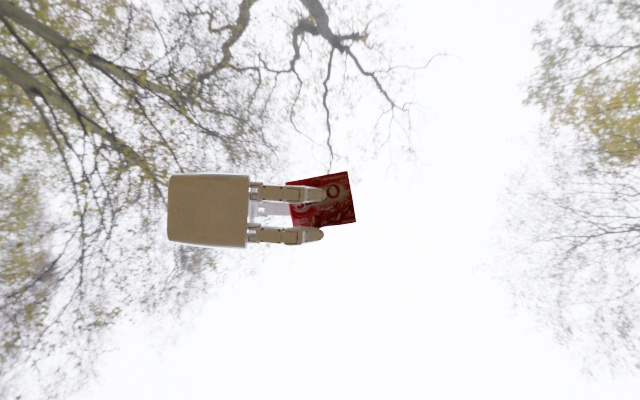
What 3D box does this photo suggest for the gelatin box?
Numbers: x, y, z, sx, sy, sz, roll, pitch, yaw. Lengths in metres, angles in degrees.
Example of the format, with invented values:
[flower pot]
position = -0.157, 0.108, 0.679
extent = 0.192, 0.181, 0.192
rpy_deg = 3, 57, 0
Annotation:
[gelatin box]
position = 0.000, 0.002, 0.659
extent = 0.089, 0.073, 0.030
rpy_deg = -10, 1, -2
